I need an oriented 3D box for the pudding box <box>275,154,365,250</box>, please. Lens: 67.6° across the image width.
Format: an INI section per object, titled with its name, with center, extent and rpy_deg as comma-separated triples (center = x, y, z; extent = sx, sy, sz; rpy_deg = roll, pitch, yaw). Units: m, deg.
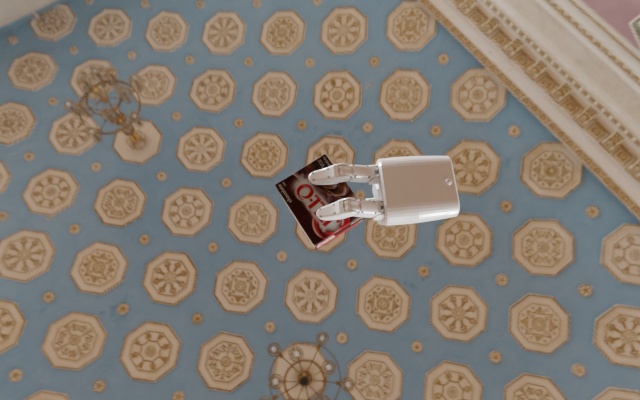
[pudding box]
center = 0.000, 0.002, 0.703
extent = 0.090, 0.113, 0.039
rpy_deg = -32, -18, -8
